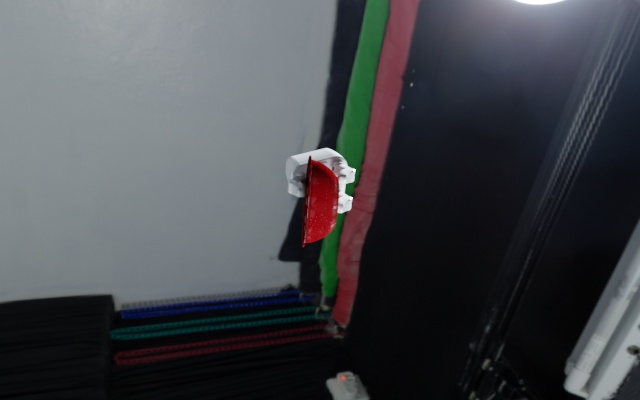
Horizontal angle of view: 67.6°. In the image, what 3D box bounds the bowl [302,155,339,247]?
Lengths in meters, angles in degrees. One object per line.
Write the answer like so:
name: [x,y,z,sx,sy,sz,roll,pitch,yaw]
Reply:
bowl: [0.001,0.003,0.840,0.055,0.162,0.162,5,0,-4]
